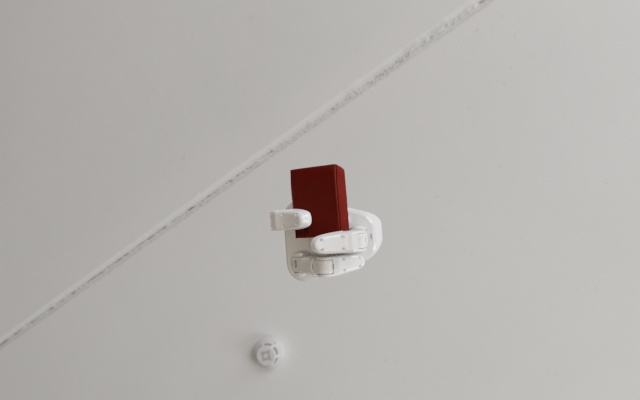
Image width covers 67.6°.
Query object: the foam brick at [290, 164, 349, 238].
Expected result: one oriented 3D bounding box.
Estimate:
[{"bbox_3d":[0.000,0.001,0.534,0.053,0.078,0.051,-4,-1,14],"label":"foam brick"}]
